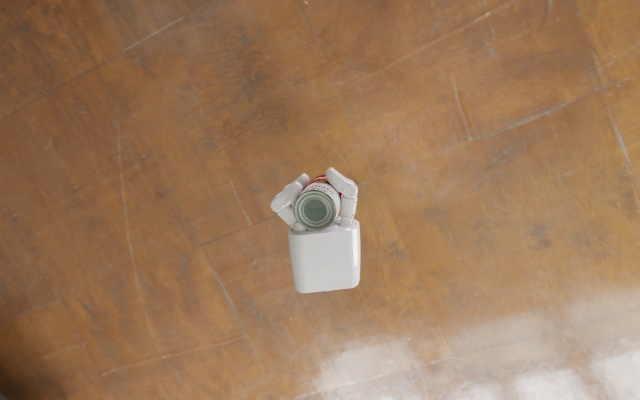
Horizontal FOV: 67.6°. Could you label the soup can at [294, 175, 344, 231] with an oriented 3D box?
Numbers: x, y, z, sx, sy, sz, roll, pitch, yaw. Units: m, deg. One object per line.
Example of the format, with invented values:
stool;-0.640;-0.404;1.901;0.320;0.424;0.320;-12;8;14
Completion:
soup can;0.000;0.002;0.768;0.068;0.068;0.102;0;16;11
